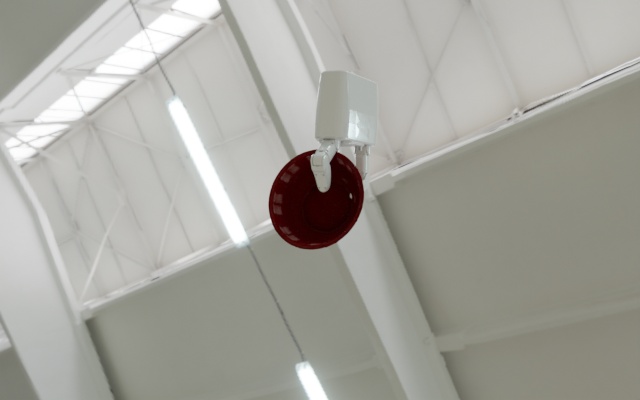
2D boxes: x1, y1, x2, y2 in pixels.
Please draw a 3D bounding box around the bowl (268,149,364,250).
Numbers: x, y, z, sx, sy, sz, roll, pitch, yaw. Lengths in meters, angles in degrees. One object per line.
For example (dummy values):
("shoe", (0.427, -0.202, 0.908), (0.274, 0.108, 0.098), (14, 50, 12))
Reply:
("bowl", (0.000, 0.004, 0.761), (0.162, 0.162, 0.055), (0, -14, 24))
